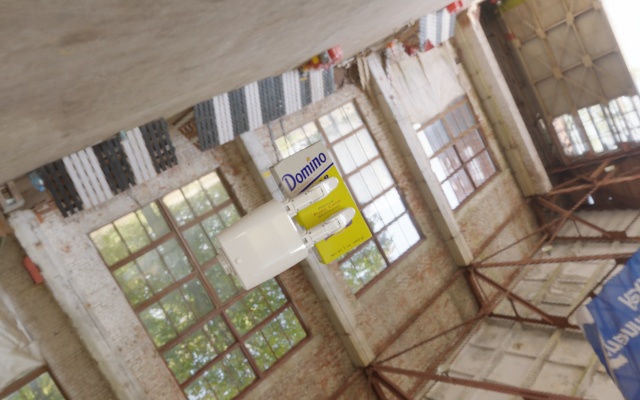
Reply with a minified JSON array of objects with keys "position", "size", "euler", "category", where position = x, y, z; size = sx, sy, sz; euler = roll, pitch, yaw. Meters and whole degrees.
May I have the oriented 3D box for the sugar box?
[{"position":[0.000,0.003,0.761],"size":[0.093,0.176,0.048],"euler":[-30,8,-15],"category":"sugar box"}]
